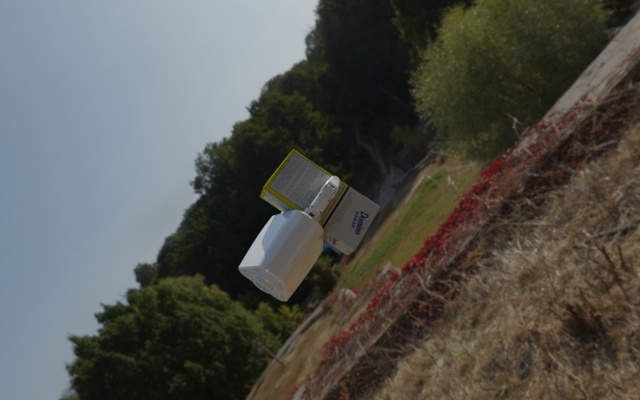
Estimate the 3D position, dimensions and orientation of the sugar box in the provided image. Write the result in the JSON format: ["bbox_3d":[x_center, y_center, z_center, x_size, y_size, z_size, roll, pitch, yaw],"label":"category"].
[{"bbox_3d":[0.000,0.003,0.783,0.176,0.093,0.048,36,-25,-3],"label":"sugar box"}]
